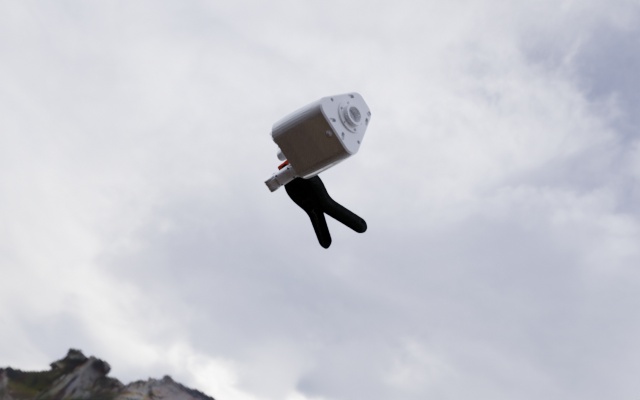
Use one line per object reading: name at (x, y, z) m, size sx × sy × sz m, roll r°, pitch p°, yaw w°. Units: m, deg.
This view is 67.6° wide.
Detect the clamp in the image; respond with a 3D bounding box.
clamp at (0.000, 0.002, 0.775) m, size 0.120 × 0.171 × 0.039 m, roll -21°, pitch 21°, yaw 44°
